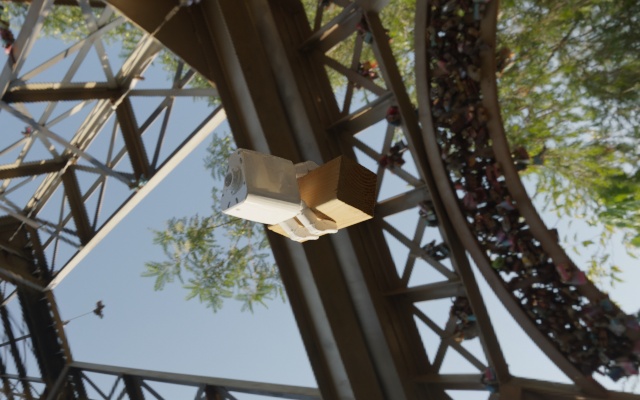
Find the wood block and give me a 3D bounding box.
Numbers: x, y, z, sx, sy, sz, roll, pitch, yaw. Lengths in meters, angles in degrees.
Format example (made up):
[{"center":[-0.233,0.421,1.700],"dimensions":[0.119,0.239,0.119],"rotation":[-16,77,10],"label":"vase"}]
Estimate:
[{"center":[0.000,0.003,0.898],"dimensions":[0.090,0.090,0.206],"rotation":[26,-31,-32],"label":"wood block"}]
